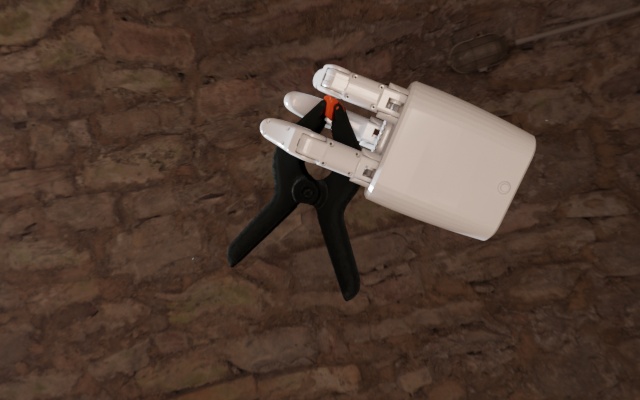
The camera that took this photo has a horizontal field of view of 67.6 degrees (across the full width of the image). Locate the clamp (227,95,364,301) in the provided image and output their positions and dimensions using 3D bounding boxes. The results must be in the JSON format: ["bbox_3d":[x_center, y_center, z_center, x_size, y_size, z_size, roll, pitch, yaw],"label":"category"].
[{"bbox_3d":[0.000,0.001,0.411,0.120,0.171,0.039,23,11,1],"label":"clamp"}]
